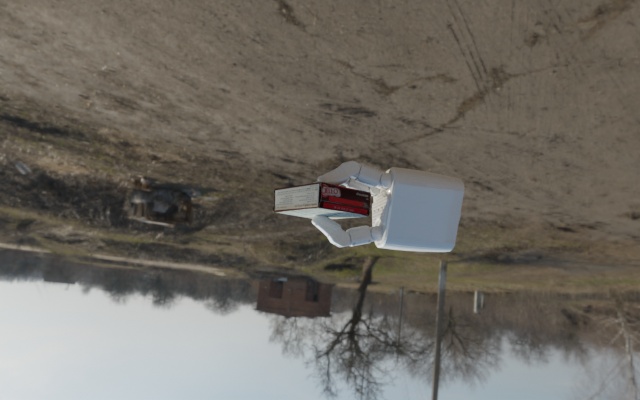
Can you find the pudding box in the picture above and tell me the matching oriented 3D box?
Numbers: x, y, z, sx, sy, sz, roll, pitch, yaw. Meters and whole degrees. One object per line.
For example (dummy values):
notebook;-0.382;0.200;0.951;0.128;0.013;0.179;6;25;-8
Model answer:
pudding box;0.000;0.002;0.665;0.090;0.039;0.113;12;-13;-37
